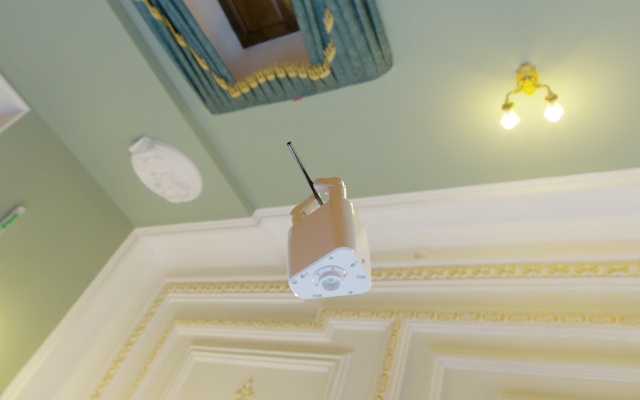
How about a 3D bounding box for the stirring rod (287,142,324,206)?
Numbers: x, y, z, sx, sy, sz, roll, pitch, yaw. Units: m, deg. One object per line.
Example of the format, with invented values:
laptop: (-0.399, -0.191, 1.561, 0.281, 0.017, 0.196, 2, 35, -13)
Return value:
stirring rod: (0.000, 0.003, 0.780, 0.011, 0.240, 0.011, -19, 35, 14)
